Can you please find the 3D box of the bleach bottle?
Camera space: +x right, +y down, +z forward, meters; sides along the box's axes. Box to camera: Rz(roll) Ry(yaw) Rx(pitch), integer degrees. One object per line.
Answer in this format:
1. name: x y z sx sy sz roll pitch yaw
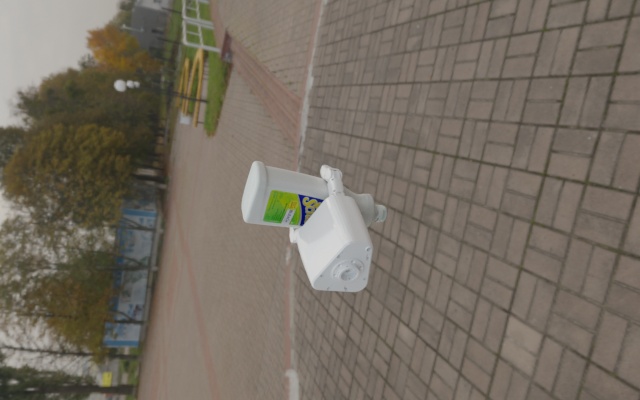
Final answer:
1. bleach bottle: 0.000 0.003 0.810 0.251 0.103 0.068 7 35 -22
